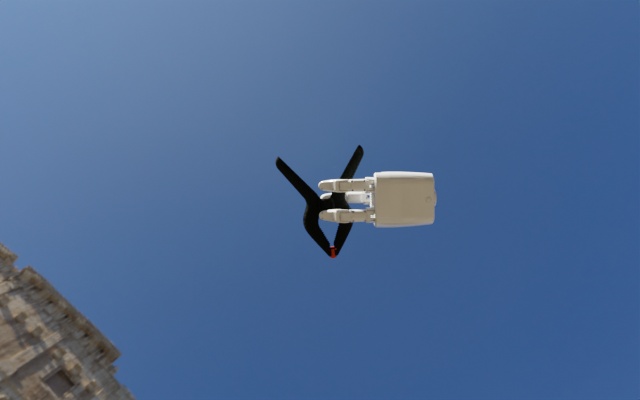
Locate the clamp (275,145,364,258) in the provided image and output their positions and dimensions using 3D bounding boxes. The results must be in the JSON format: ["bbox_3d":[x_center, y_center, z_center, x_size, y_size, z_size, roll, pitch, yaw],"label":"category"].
[{"bbox_3d":[0.000,0.003,0.896,0.164,0.210,0.036,-1,4,2],"label":"clamp"}]
